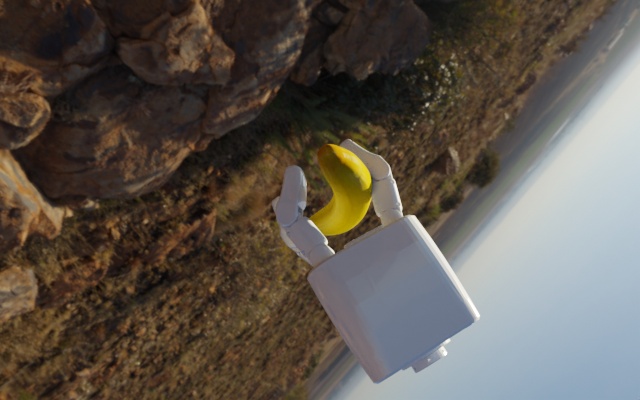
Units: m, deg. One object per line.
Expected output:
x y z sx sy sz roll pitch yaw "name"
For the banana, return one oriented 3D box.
0.017 0.000 0.472 0.069 0.037 0.198 -10 -22 -15 "banana"
